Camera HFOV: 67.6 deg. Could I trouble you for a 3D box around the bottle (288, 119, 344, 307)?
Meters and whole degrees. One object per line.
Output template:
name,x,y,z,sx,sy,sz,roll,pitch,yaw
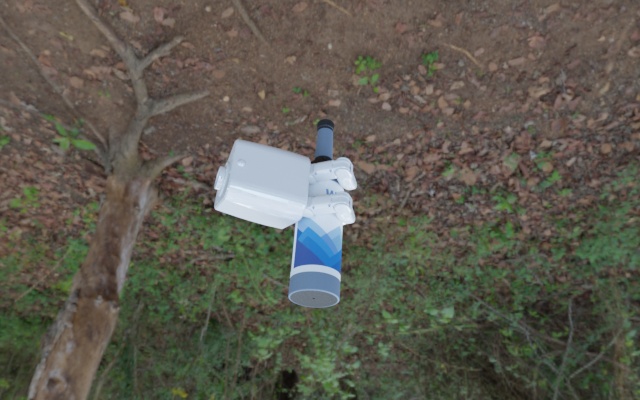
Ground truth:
bottle,0.000,0.003,0.693,0.069,0.295,0.069,3,-32,2
